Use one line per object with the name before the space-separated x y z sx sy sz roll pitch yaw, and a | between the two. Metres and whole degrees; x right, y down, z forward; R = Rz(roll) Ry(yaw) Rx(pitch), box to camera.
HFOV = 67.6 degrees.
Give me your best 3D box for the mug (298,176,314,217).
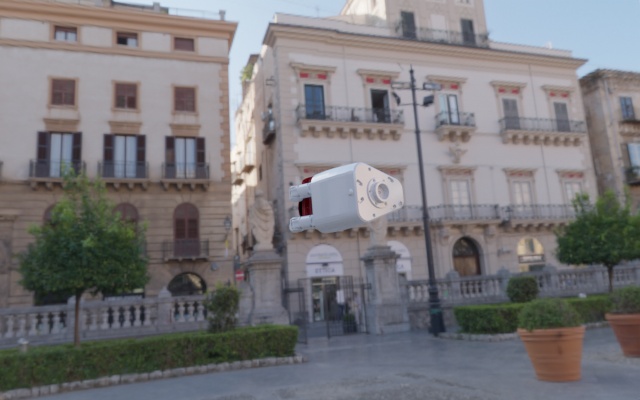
mug | -0.001 0.003 0.879 0.093 0.081 0.117 5 -12 -39
